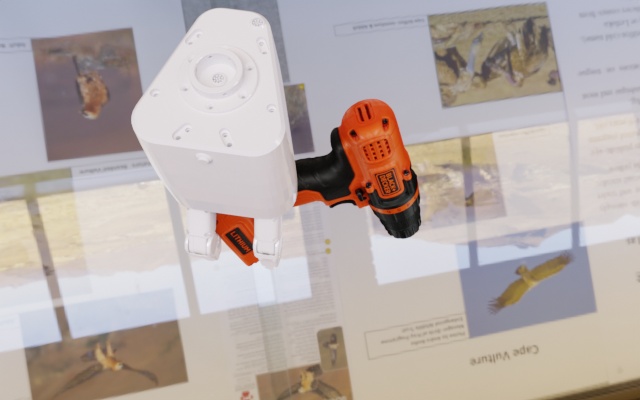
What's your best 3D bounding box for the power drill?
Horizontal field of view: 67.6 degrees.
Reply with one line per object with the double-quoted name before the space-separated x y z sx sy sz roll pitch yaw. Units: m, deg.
"power drill" 0.000 0.002 0.456 0.187 0.057 0.185 -20 -41 8
